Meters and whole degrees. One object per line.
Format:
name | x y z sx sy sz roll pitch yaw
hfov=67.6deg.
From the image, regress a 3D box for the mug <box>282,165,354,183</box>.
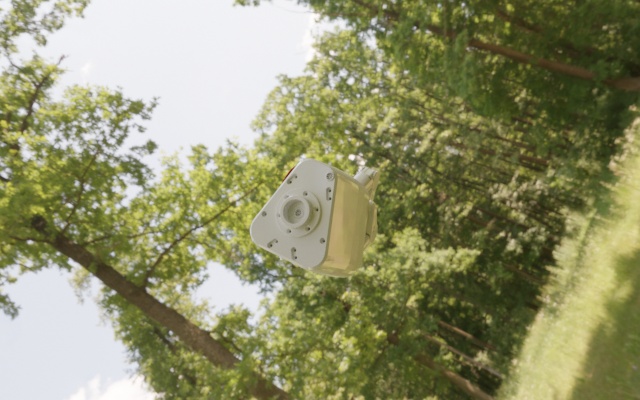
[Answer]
mug | 0.000 0.002 0.647 0.081 0.093 0.117 22 -3 23
